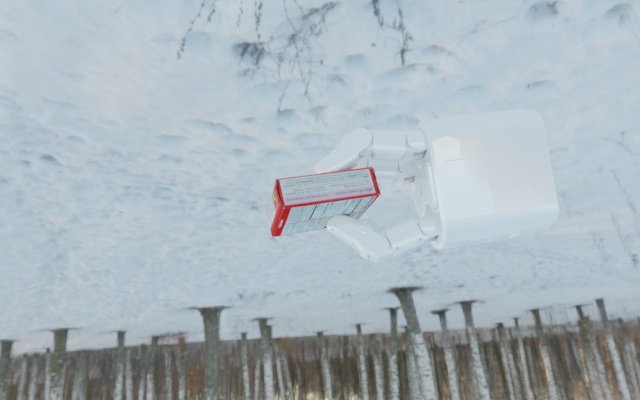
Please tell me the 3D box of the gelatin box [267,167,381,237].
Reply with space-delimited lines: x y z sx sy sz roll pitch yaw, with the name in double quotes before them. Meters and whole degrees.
"gelatin box" 0.000 0.002 0.429 0.089 0.030 0.073 -9 -20 -16
